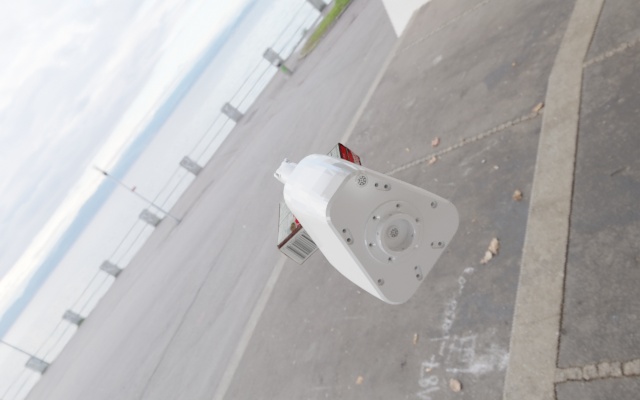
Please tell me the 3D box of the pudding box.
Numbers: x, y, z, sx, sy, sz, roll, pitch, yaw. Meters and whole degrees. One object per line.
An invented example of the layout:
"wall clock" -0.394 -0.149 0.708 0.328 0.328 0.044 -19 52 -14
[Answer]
"pudding box" 0.000 0.002 0.526 0.039 0.113 0.090 37 24 -23
